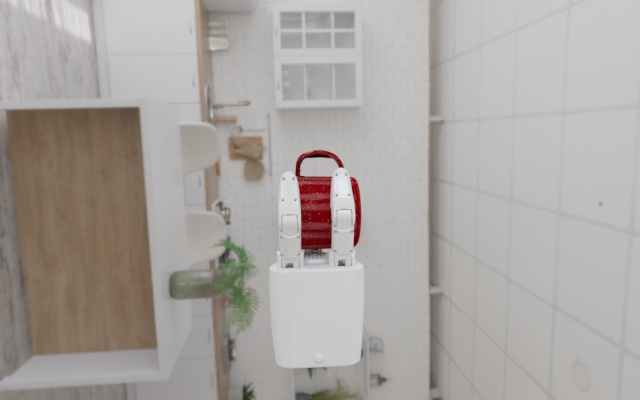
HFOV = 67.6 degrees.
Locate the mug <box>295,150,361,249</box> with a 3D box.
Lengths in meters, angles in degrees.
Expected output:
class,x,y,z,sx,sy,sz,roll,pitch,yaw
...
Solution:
class,x,y,z,sx,sy,sz,roll,pitch,yaw
mug,0.000,0.000,0.538,0.081,0.117,0.093,-1,6,-5
